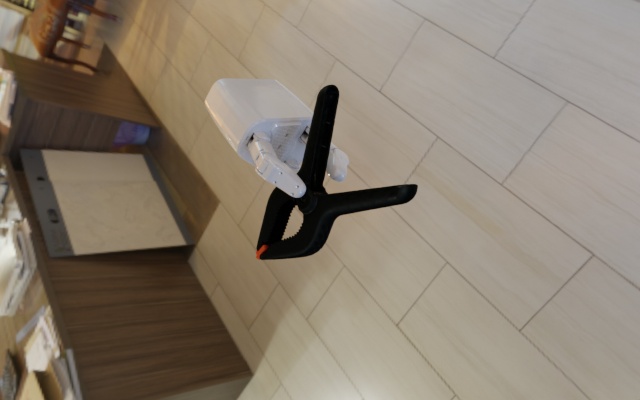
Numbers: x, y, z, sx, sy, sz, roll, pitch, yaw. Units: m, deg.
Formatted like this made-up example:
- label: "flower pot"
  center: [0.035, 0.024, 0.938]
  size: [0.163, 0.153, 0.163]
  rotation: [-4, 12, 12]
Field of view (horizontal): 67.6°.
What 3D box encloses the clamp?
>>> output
- label: "clamp"
  center: [-0.001, 0.002, 0.520]
  size: [0.036, 0.210, 0.164]
  rotation: [7, 34, -49]
